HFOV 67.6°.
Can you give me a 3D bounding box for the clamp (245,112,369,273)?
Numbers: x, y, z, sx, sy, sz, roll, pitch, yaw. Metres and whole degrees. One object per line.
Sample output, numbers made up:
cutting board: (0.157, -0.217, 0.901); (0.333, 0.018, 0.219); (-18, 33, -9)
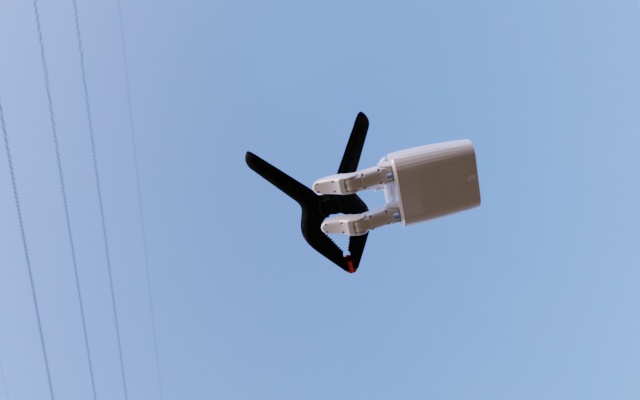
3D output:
clamp: (0.000, 0.002, 0.634); (0.164, 0.210, 0.036); (-12, 16, 1)
